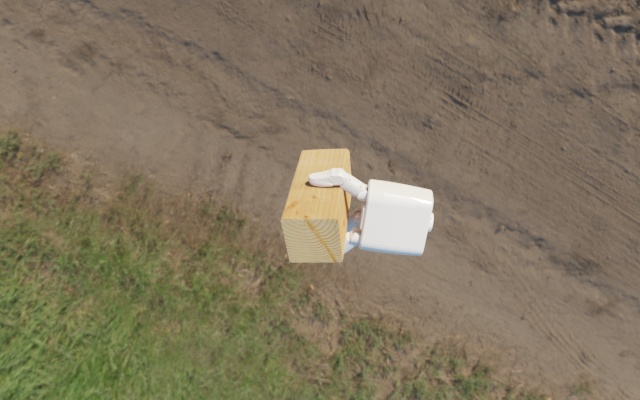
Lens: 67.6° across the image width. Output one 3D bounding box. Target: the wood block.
[{"bbox_3d":[0.000,0.003,0.818,0.090,0.091,0.206,-1,36,9],"label":"wood block"}]
